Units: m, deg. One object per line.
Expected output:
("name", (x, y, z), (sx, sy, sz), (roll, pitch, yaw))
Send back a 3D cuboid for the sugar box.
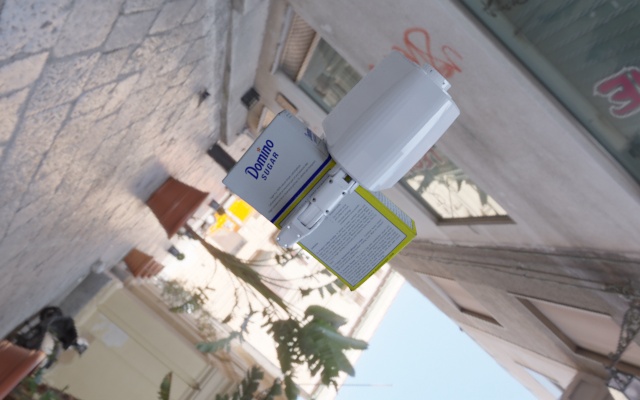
("sugar box", (0.000, 0.001, 0.478), (0.176, 0.093, 0.048), (42, 18, -6))
